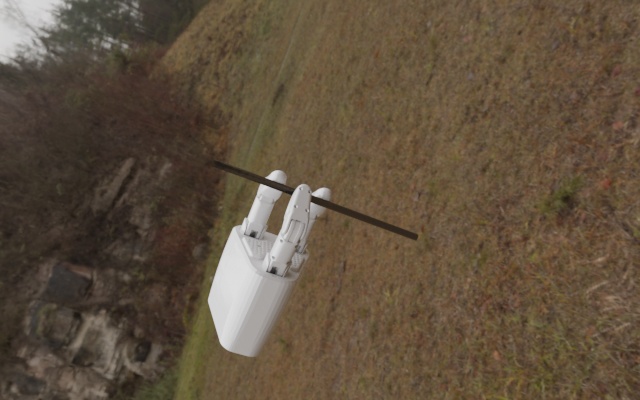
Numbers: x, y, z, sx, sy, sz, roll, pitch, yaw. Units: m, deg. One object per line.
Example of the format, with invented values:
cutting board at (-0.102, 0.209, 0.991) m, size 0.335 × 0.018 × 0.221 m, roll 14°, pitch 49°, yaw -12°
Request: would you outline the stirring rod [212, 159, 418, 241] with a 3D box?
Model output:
stirring rod at (0.000, 0.002, 0.517) m, size 0.239 × 0.011 × 0.011 m, roll 20°, pitch -5°, yaw -14°
